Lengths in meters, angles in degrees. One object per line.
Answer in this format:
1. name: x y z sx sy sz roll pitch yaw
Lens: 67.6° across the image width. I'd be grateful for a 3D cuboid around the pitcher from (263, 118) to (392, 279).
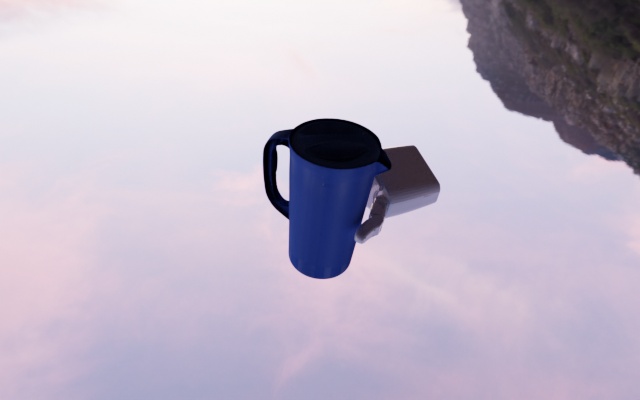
1. pitcher: 0.000 0.002 0.742 0.145 0.243 0.149 -15 44 -26
